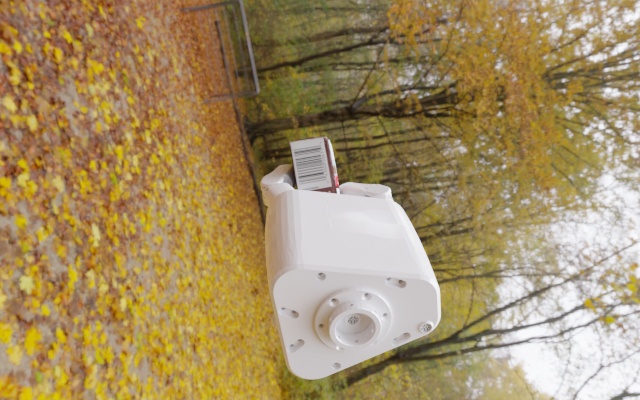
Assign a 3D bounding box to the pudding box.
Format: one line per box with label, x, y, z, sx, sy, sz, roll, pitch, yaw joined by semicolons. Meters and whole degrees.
pudding box;0.000;0.001;0.462;0.039;0.113;0.090;-8;-3;2
